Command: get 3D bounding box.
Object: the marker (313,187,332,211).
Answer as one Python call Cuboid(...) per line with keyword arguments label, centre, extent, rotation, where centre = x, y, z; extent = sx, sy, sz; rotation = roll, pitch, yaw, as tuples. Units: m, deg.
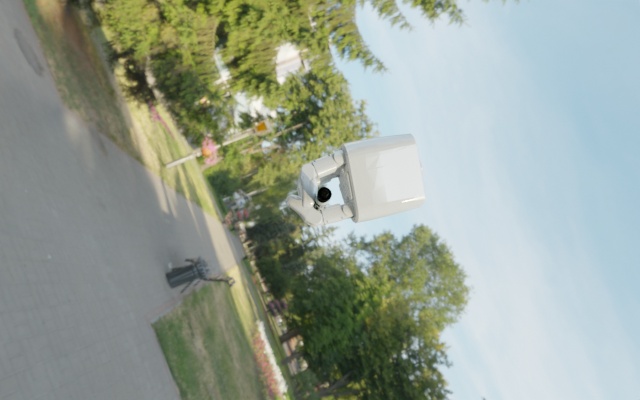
Cuboid(label="marker", centre=(0.000, 0.002, 0.663), extent=(0.020, 0.020, 0.121), rotation=(0, -11, -6))
